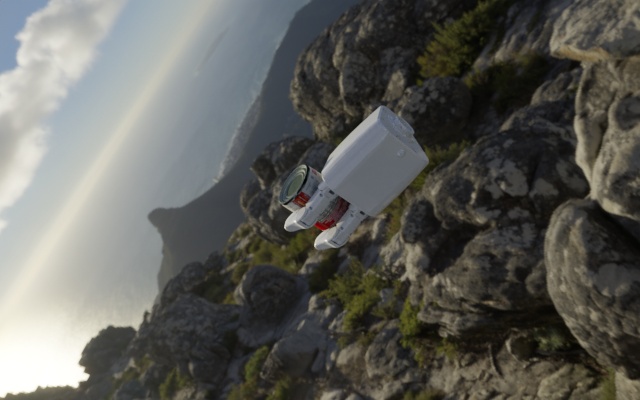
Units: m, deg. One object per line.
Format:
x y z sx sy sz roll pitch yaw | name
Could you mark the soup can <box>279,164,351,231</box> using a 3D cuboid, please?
0.000 0.002 0.685 0.102 0.068 0.068 33 -15 -24 | soup can
